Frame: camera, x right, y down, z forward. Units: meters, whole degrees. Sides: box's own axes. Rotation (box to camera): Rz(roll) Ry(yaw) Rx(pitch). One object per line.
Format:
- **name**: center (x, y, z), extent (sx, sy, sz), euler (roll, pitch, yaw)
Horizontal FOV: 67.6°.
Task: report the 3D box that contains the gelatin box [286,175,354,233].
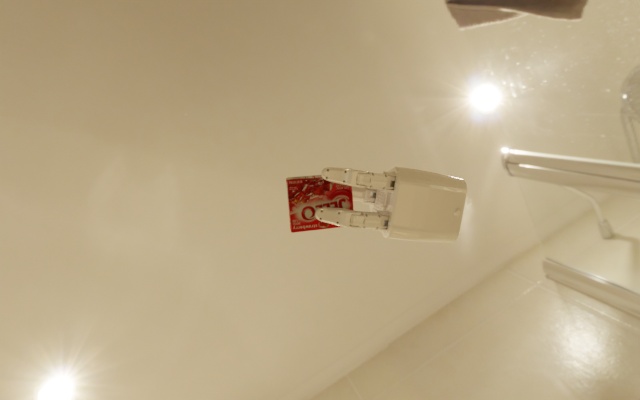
- **gelatin box**: center (0.000, 0.002, 0.654), extent (0.089, 0.073, 0.030), euler (-5, 9, -5)
